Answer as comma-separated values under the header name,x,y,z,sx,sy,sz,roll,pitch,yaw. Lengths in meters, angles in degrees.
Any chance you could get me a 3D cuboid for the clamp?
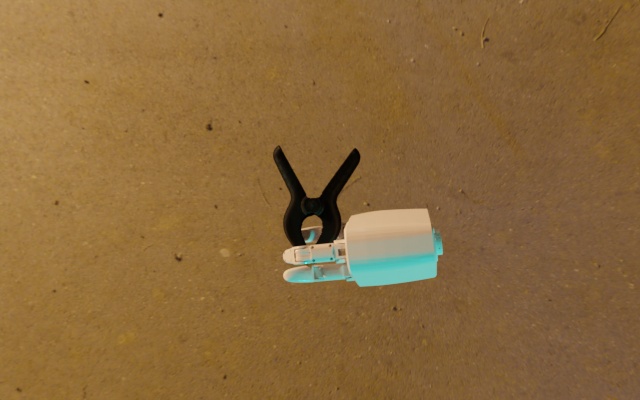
name,x,y,z,sx,sy,sz,roll,pitch,yaw
clamp,0.000,0.002,0.650,0.120,0.171,0.039,-7,-7,10
